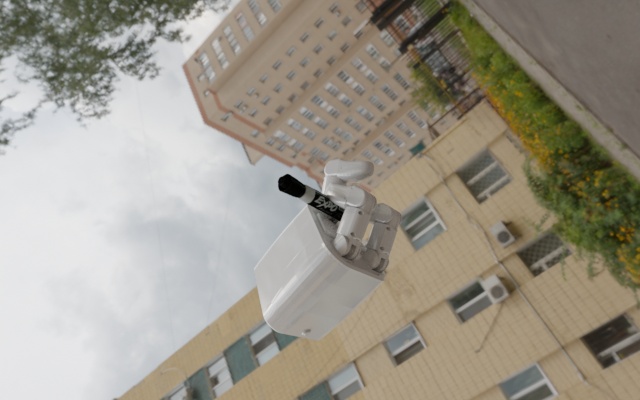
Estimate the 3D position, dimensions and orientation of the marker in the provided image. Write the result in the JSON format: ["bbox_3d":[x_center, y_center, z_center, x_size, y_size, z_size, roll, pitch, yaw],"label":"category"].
[{"bbox_3d":[0.000,0.002,0.499,0.020,0.020,0.121,0,-20,42],"label":"marker"}]
